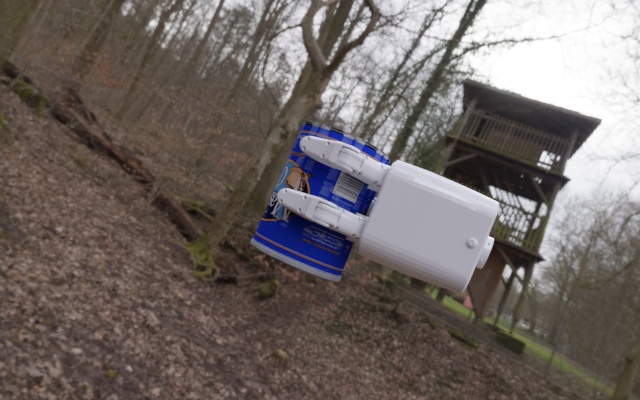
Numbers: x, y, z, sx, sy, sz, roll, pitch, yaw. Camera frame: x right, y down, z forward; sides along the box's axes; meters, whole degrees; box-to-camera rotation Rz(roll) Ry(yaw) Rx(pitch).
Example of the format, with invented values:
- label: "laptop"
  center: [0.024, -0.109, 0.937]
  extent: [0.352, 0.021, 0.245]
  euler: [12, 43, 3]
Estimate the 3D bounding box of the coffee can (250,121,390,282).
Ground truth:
- label: "coffee can"
  center: [0.000, 0.002, 0.508]
  extent: [0.103, 0.140, 0.103]
  euler: [23, -3, 1]
